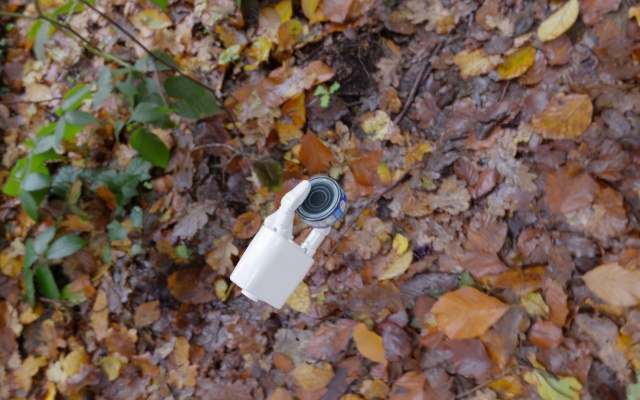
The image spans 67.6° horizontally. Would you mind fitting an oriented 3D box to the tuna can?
[{"bbox_3d":[0.000,0.002,0.811,0.086,0.086,0.034,0,-27,24],"label":"tuna can"}]
